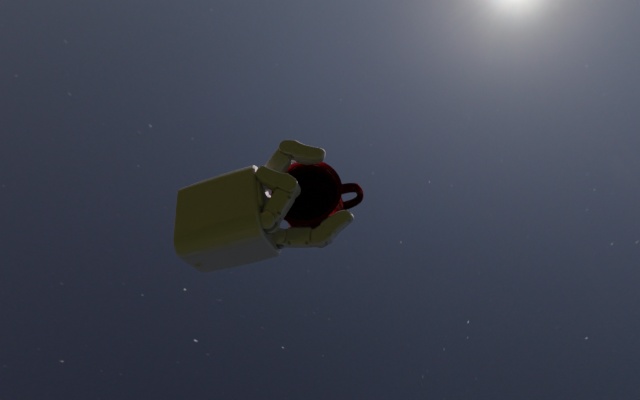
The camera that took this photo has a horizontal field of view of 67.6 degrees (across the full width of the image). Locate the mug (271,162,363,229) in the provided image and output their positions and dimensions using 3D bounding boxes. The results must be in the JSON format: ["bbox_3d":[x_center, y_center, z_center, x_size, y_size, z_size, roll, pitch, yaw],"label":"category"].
[{"bbox_3d":[0.002,0.002,0.643,0.117,0.093,0.081,-14,-27,4],"label":"mug"}]
